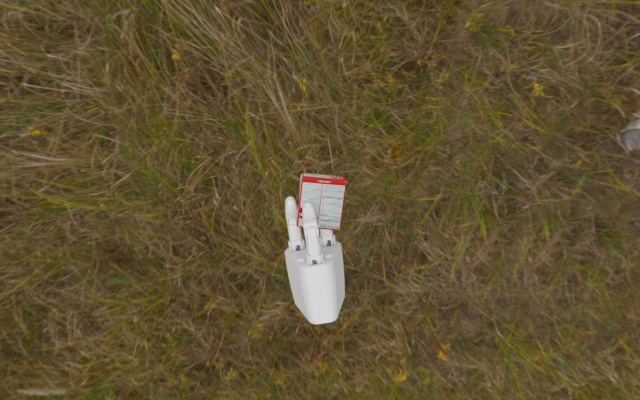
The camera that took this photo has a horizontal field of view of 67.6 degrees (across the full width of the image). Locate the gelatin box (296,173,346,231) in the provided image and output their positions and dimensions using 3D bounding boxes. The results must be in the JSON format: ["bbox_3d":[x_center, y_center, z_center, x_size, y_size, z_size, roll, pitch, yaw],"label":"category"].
[{"bbox_3d":[0.000,0.002,0.784,0.073,0.089,0.030,5,20,-6],"label":"gelatin box"}]
